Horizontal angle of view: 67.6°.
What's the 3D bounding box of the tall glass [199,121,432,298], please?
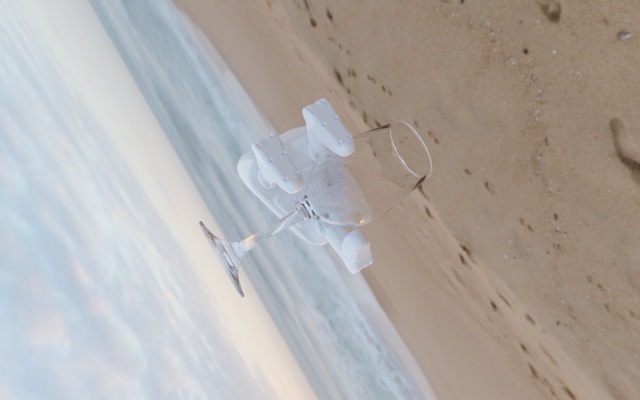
[{"bbox_3d":[0.000,0.002,0.423,0.201,0.079,0.079,-30,7,-12],"label":"tall glass"}]
